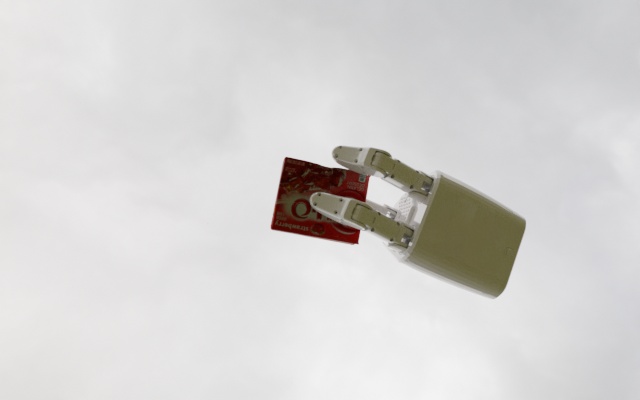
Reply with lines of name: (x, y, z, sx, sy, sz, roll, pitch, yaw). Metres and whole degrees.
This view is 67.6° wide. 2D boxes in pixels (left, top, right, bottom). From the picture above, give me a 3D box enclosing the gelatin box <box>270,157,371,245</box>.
gelatin box: (0.000, 0.002, 0.477, 0.089, 0.073, 0.030, 11, -7, -6)
